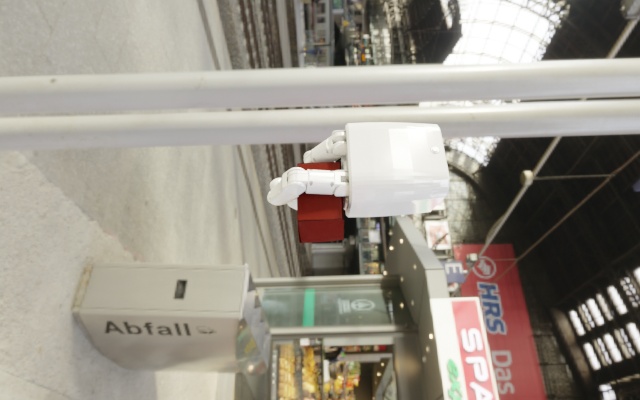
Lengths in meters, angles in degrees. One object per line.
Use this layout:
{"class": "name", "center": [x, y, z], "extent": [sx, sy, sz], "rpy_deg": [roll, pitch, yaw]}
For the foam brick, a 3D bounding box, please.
{"class": "foam brick", "center": [0.000, 0.002, 0.540], "extent": [0.051, 0.078, 0.053], "rpy_deg": [-1, -30, 0]}
